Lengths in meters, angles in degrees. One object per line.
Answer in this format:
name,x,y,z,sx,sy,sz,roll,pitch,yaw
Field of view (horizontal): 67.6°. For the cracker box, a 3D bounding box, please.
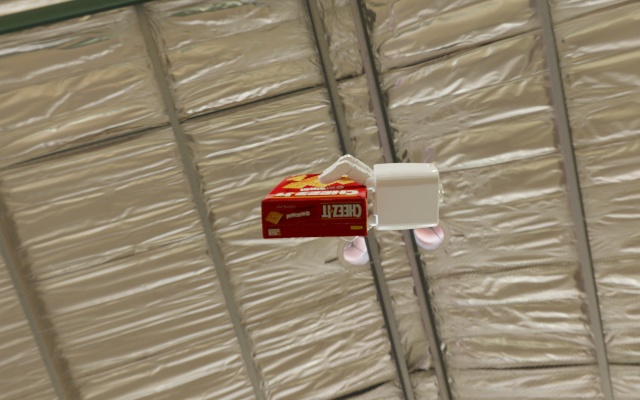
cracker box,0.000,0.003,0.827,0.164,0.072,0.213,-2,12,7
